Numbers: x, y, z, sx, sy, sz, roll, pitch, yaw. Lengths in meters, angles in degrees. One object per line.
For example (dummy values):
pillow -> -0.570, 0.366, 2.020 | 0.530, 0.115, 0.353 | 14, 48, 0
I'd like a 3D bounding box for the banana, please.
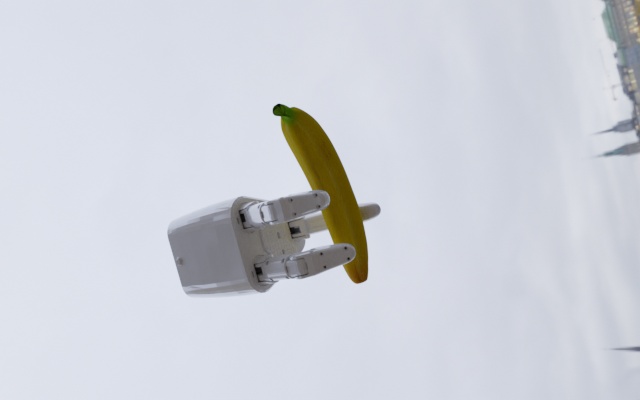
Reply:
banana -> 0.004, -0.011, 0.461 | 0.037, 0.198, 0.069 | -14, 27, 28
